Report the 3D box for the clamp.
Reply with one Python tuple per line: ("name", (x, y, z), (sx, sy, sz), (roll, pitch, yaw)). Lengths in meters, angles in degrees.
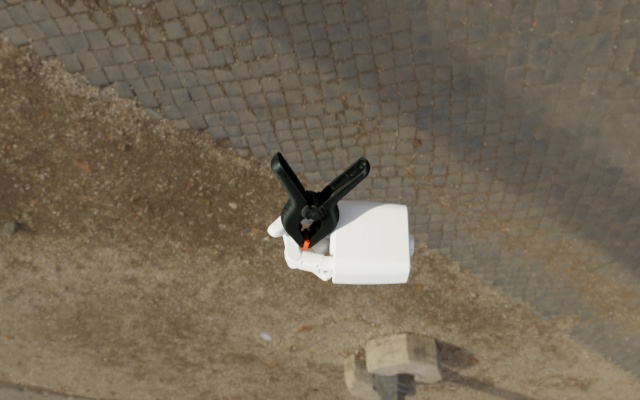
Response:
("clamp", (0.000, 0.003, 0.623), (0.120, 0.039, 0.172), (1, -40, 0))
